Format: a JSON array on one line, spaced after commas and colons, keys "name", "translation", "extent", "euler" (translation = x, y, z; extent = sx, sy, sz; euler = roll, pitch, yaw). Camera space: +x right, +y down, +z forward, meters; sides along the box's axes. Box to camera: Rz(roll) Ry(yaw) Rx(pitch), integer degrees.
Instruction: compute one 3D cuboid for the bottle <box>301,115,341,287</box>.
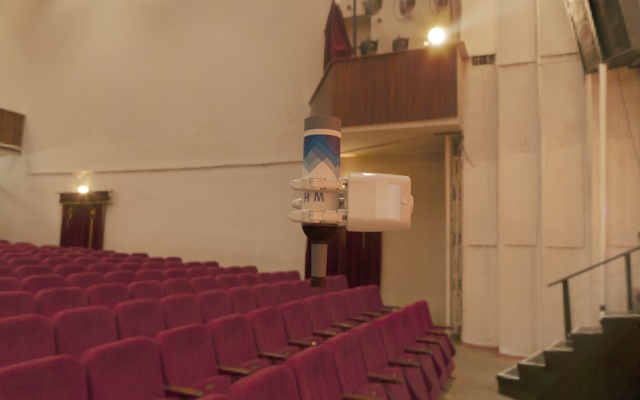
[{"name": "bottle", "translation": [0.000, 0.003, 0.841], "extent": [0.069, 0.295, 0.069], "euler": [1, -6, 0]}]
